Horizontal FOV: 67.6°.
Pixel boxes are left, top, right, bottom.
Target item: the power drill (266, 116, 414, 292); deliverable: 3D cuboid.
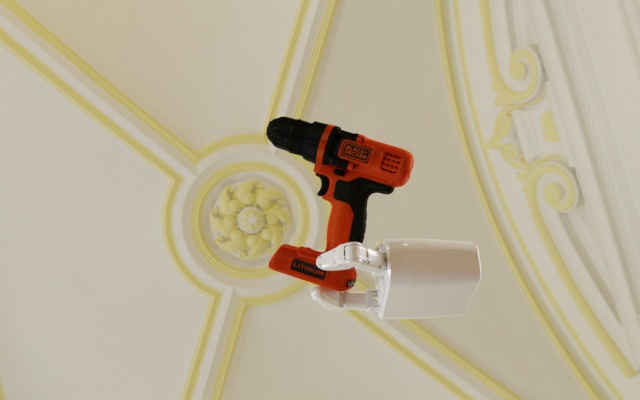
[{"bbox_3d":[0.000,0.002,0.575,0.184,0.187,0.057,18,1,12],"label":"power drill"}]
